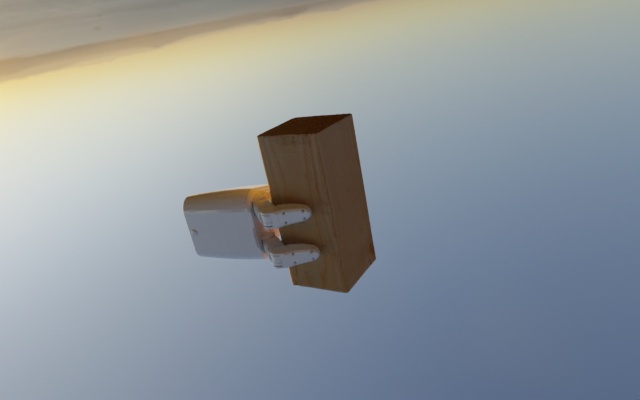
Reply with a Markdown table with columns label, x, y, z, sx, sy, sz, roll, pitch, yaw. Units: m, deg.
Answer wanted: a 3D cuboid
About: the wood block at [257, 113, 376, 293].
| label | x | y | z | sx | sy | sz | roll | pitch | yaw |
| --- | --- | --- | --- | --- | --- | --- | --- | --- | --- |
| wood block | 0.000 | 0.002 | 0.614 | 0.090 | 0.206 | 0.090 | 2 | 25 | 31 |
